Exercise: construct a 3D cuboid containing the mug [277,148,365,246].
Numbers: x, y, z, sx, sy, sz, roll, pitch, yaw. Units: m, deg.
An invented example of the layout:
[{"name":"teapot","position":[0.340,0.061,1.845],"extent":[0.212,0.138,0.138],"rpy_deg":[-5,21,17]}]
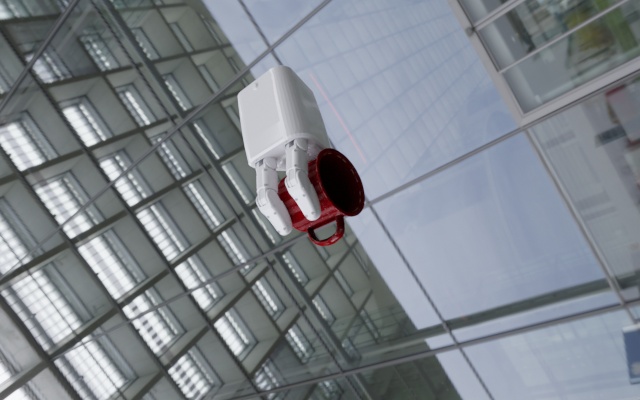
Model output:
[{"name":"mug","position":[0.000,0.003,0.615],"extent":[0.081,0.117,0.093],"rpy_deg":[-26,-23,35]}]
